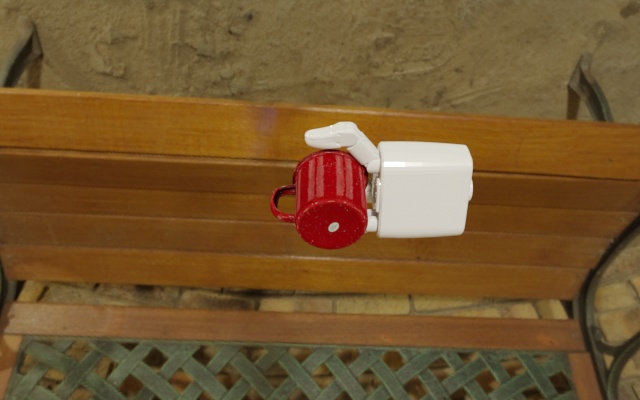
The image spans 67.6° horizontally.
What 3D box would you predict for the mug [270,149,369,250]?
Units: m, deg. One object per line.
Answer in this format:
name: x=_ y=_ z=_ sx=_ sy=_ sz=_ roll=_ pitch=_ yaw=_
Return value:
mug: x=-0.001 y=0.002 z=0.551 sx=0.117 sy=0.093 sz=0.081 roll=0 pitch=42 yaw=0
